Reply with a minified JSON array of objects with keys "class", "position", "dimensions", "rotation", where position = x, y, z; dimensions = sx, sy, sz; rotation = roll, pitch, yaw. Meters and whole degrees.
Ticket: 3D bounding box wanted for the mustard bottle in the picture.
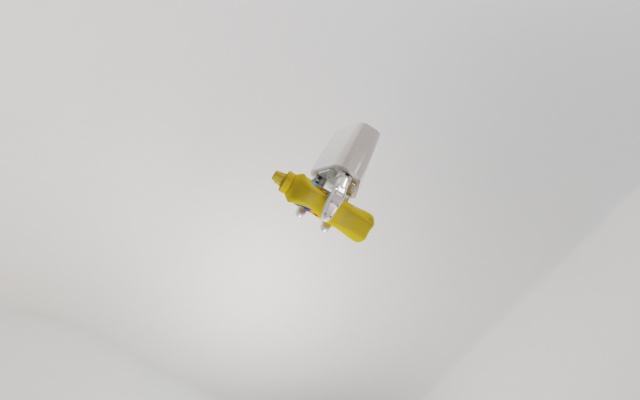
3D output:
[{"class":"mustard bottle","position":[0.000,0.003,0.846],"dimensions":[0.191,0.058,0.096],"rotation":[31,3,-9]}]
